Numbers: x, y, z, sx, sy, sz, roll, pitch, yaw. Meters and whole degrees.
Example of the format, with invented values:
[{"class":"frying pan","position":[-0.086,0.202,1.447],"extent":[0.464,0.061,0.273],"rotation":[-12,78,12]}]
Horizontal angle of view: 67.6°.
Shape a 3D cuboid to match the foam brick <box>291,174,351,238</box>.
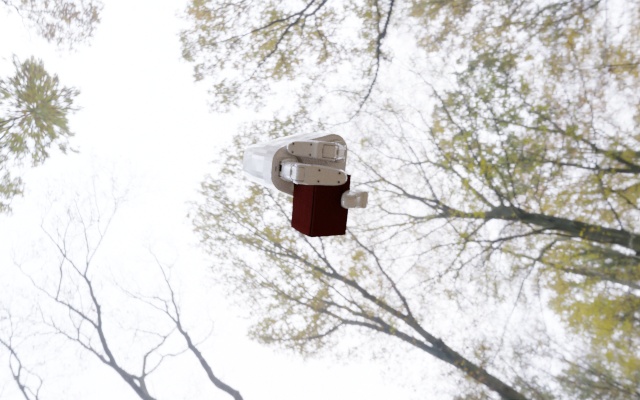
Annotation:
[{"class":"foam brick","position":[0.000,0.002,0.589],"extent":[0.053,0.078,0.051],"rotation":[1,8,-32]}]
